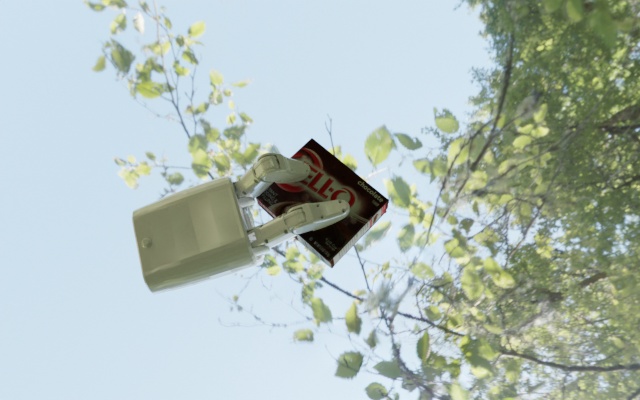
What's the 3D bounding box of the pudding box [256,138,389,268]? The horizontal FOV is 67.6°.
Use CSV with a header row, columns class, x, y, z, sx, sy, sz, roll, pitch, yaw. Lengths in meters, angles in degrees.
class,x,y,z,sx,sy,sz,roll,pitch,yaw
pudding box,0.000,0.002,0.500,0.113,0.090,0.039,41,-15,16
